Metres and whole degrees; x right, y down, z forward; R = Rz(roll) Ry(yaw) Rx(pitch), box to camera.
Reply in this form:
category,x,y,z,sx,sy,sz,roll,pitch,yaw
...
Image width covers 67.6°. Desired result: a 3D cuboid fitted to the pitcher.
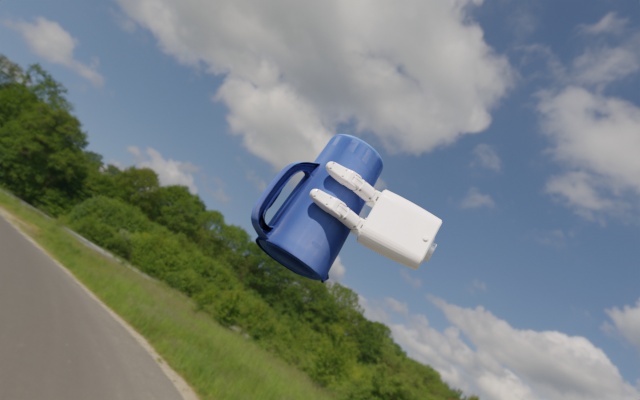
category,x,y,z,sx,sy,sz,roll,pitch,yaw
pitcher,0.000,0.003,0.809,0.145,0.242,0.149,27,-18,14
